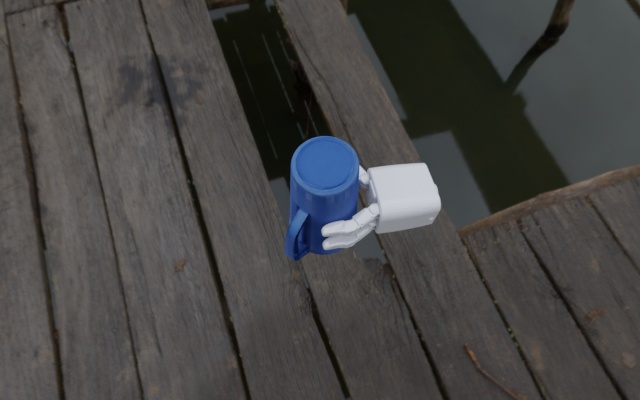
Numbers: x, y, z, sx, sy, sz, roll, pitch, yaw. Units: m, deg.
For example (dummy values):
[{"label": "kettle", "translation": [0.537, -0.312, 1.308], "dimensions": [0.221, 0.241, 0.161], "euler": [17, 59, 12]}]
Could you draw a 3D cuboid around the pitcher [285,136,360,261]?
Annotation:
[{"label": "pitcher", "translation": [0.000, 0.003, 0.838], "dimensions": [0.145, 0.149, 0.243], "euler": [-7, -26, -4]}]
